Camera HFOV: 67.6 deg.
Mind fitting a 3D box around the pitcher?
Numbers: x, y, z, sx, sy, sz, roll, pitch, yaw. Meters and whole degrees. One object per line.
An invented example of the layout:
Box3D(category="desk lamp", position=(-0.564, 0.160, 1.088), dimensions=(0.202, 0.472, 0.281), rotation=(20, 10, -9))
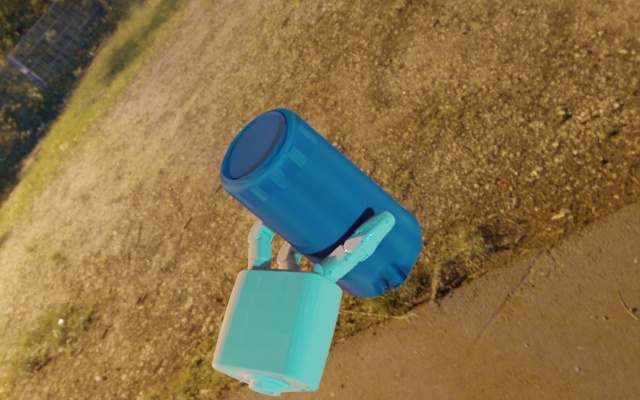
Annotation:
Box3D(category="pitcher", position=(0.000, 0.002, 0.565), dimensions=(0.149, 0.145, 0.243), rotation=(-10, -38, 40))
